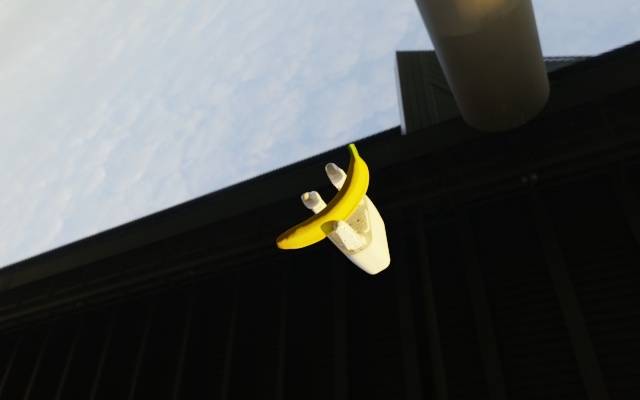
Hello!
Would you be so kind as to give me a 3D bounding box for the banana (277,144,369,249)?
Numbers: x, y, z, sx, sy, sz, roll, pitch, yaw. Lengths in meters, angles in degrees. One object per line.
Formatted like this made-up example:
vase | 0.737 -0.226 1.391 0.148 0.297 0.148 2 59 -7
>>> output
banana | 0.016 0.009 0.735 0.069 0.198 0.037 35 -5 28
